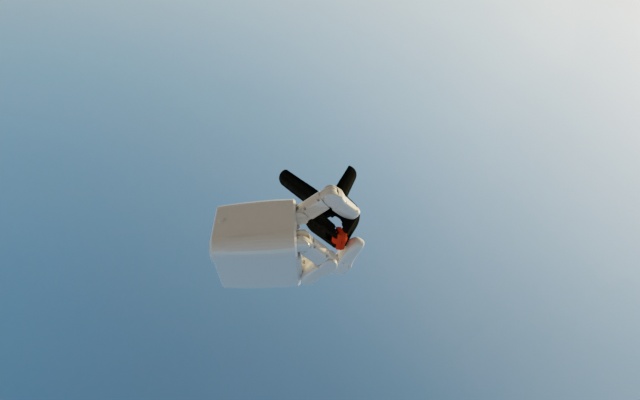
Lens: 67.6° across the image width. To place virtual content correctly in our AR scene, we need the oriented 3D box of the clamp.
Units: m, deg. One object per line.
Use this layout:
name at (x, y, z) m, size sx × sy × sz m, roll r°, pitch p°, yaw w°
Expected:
clamp at (0.000, 0.003, 0.687) m, size 0.120 × 0.039 × 0.171 m, roll -4°, pitch 36°, yaw -1°
